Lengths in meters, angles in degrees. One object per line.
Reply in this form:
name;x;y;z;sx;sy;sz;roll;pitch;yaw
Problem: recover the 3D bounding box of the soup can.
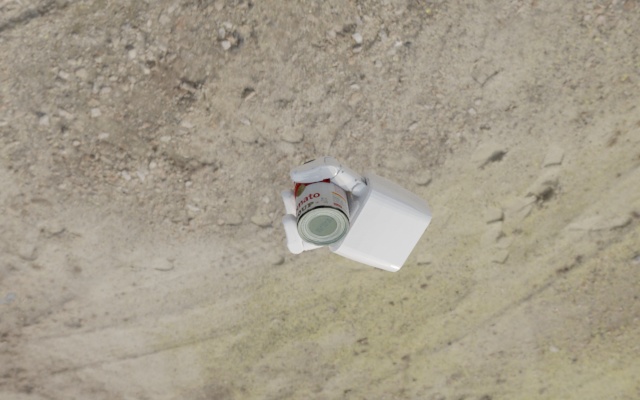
soup can;0.000;0.002;0.625;0.068;0.069;0.102;0;39;-5
